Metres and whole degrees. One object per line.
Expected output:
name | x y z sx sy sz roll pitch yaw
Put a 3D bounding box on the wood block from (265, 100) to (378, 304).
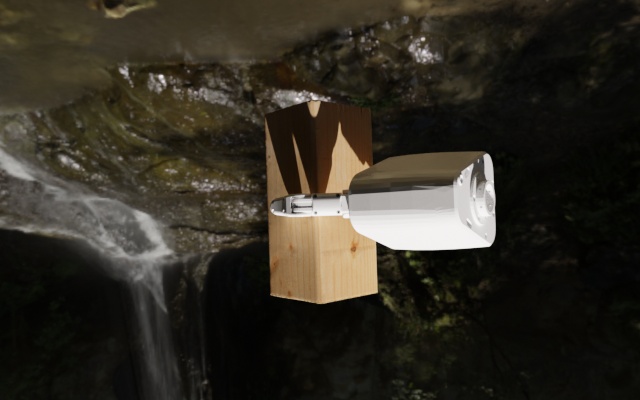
wood block | 0.000 0.002 0.538 0.091 0.206 0.090 -1 -2 -41
